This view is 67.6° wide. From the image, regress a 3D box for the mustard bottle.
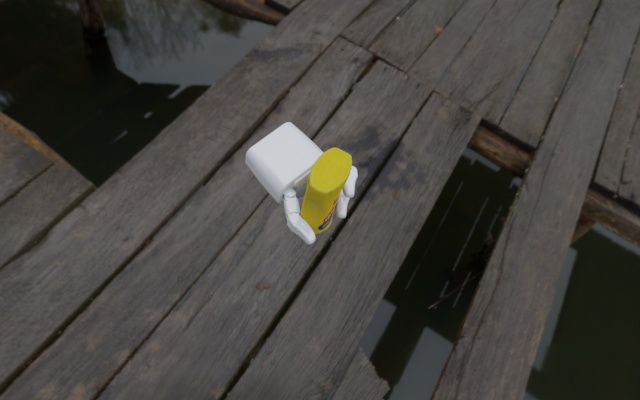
[{"bbox_3d":[0.000,0.003,0.817,0.058,0.096,0.192,26,-35,6],"label":"mustard bottle"}]
